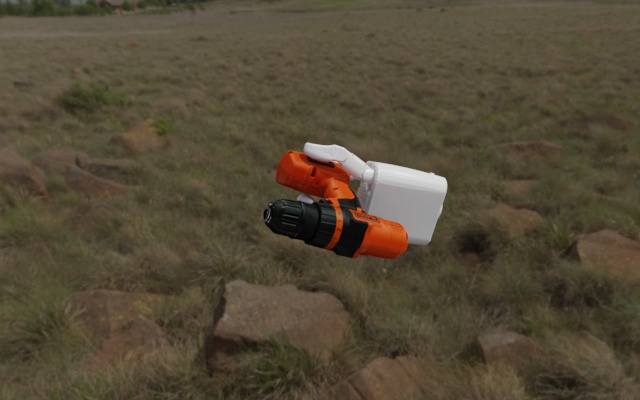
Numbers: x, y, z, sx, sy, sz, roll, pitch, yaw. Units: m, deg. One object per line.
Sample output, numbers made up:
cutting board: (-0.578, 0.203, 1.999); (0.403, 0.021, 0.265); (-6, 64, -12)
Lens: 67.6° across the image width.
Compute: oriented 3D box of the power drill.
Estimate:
power drill: (0.000, 0.002, 0.608); (0.184, 0.057, 0.187); (16, 23, -27)
